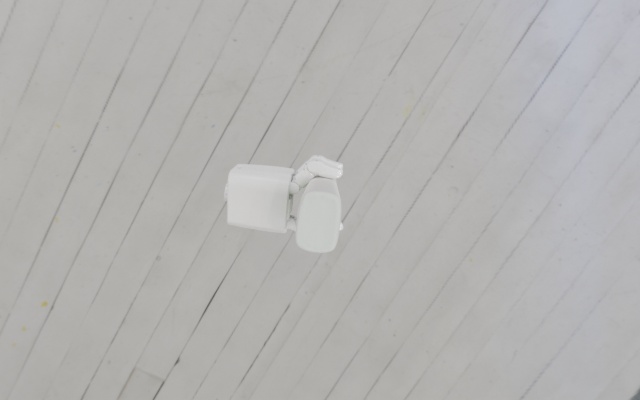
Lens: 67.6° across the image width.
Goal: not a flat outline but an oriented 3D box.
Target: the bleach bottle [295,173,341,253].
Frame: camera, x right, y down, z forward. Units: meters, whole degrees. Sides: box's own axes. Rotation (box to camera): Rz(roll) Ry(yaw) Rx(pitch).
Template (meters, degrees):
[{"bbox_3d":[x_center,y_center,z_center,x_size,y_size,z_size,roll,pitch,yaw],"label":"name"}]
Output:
[{"bbox_3d":[0.000,0.003,0.847,0.068,0.102,0.250,8,14,-1],"label":"bleach bottle"}]
